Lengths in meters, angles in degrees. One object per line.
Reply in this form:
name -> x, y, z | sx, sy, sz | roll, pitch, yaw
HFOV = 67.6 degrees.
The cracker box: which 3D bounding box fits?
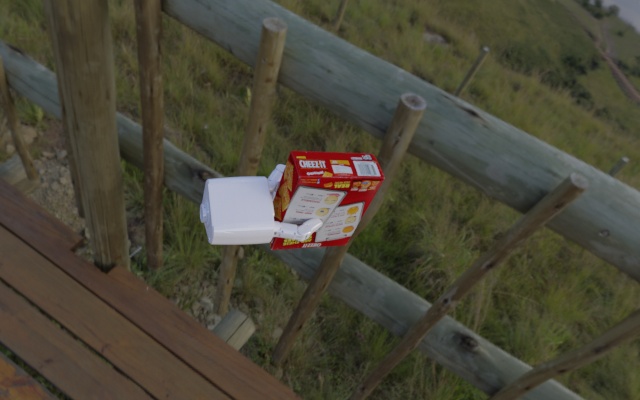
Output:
cracker box -> 0.000, 0.003, 0.896 | 0.164, 0.072, 0.214 | -1, -38, -23
